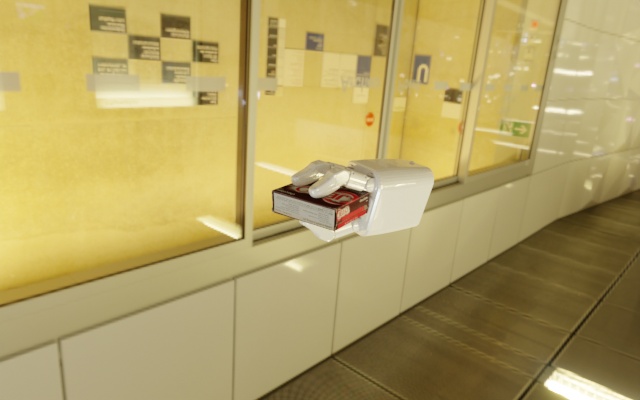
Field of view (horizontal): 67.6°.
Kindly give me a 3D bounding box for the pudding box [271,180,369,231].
[{"bbox_3d":[0.000,0.002,0.687,0.113,0.039,0.090,13,22,32],"label":"pudding box"}]
